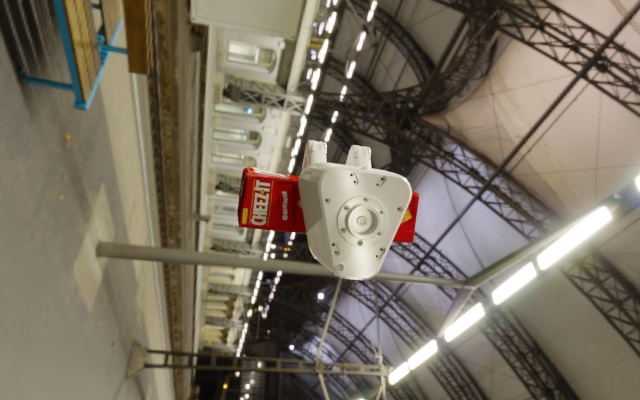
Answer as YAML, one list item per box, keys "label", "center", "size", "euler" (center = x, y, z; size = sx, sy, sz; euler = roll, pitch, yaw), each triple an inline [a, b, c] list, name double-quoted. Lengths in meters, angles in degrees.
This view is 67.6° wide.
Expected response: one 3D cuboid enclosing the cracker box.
- label: "cracker box"
  center: [0.000, 0.002, 0.638]
  size: [0.214, 0.072, 0.164]
  euler: [7, 4, -11]
